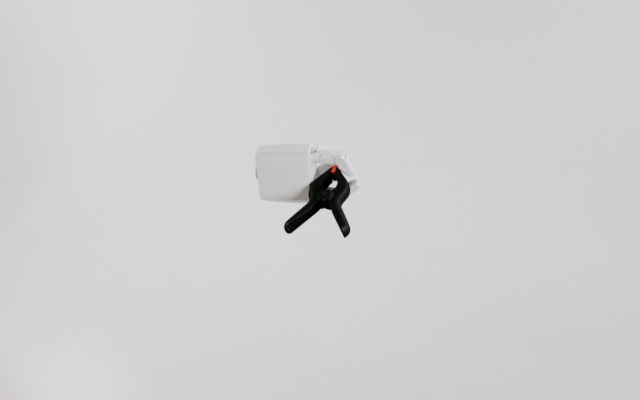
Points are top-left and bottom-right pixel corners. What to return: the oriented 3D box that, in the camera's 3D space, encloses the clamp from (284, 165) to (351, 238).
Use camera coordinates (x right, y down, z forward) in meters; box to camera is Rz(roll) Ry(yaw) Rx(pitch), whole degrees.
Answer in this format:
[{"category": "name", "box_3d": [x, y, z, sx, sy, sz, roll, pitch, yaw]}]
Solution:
[{"category": "clamp", "box_3d": [0.000, 0.002, 0.880, 0.120, 0.039, 0.171, 1, 43, 8]}]
